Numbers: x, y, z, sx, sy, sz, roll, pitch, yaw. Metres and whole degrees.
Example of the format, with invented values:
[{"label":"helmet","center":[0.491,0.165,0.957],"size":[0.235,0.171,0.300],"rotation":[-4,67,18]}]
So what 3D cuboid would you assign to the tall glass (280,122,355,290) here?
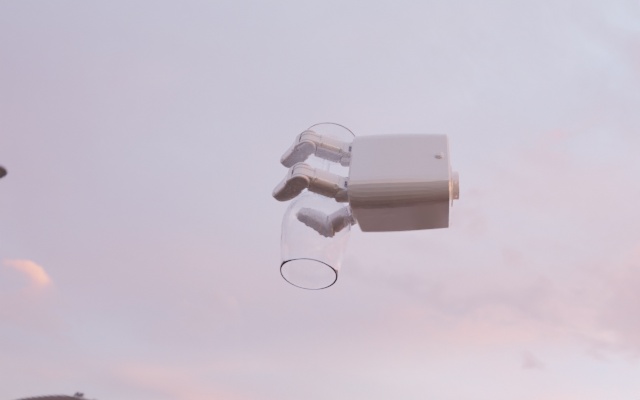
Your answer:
[{"label":"tall glass","center":[0.000,0.001,0.561],"size":[0.079,0.200,0.079],"rotation":[6,-39,5]}]
